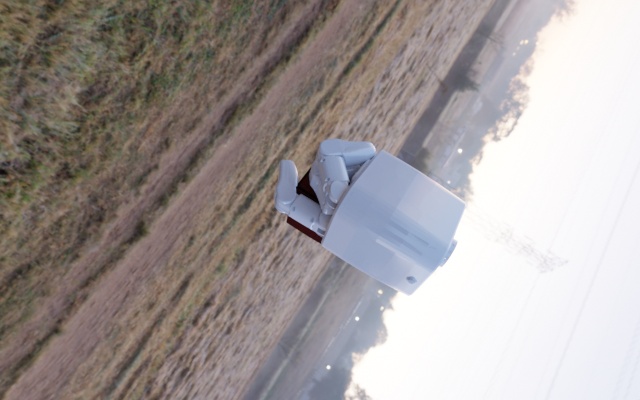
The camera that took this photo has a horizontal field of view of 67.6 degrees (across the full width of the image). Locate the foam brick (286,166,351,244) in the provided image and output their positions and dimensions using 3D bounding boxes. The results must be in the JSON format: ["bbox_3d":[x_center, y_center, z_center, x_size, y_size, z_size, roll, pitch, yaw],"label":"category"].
[{"bbox_3d":[0.000,0.002,0.538,0.051,0.053,0.078,31,-33,7],"label":"foam brick"}]
